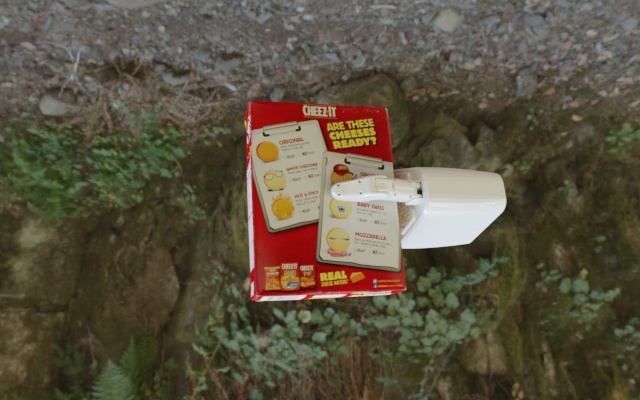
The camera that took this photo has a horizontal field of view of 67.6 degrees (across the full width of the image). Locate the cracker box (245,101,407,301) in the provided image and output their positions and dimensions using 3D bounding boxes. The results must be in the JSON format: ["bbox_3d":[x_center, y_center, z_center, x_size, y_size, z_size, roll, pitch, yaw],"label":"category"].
[{"bbox_3d":[0.000,0.002,0.541,0.164,0.213,0.072,0,-16,-15],"label":"cracker box"}]
